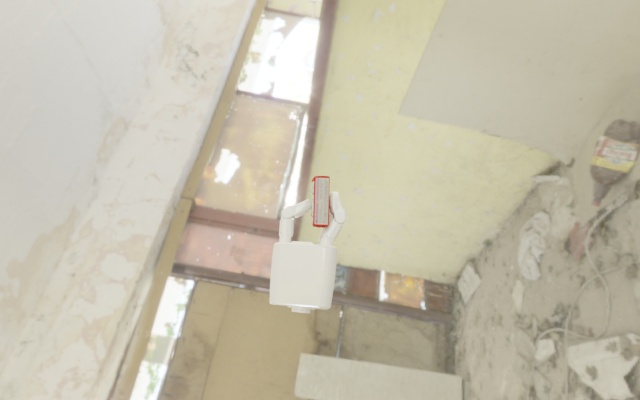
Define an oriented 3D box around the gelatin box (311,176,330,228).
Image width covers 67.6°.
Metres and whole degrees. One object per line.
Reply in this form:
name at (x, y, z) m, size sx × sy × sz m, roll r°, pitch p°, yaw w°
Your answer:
gelatin box at (0.000, 0.002, 0.848) m, size 0.030 × 0.089 × 0.073 m, roll 1°, pitch -1°, yaw -4°
